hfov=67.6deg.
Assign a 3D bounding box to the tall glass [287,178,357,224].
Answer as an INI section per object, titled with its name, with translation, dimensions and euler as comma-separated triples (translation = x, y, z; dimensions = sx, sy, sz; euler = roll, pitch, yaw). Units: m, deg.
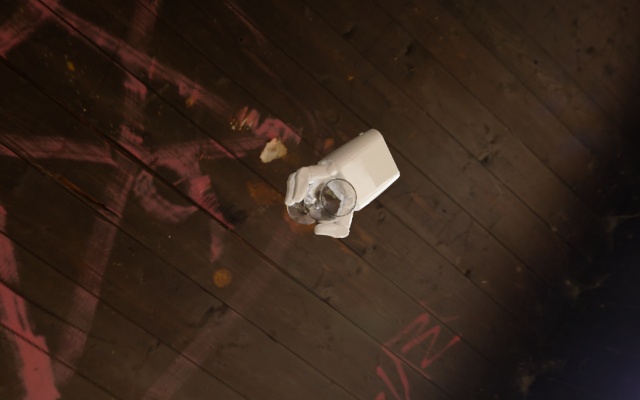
[tall glass]
translation = 0.000, 0.003, 0.853
dimensions = 0.079, 0.079, 0.201
euler = 0, -4, -17
